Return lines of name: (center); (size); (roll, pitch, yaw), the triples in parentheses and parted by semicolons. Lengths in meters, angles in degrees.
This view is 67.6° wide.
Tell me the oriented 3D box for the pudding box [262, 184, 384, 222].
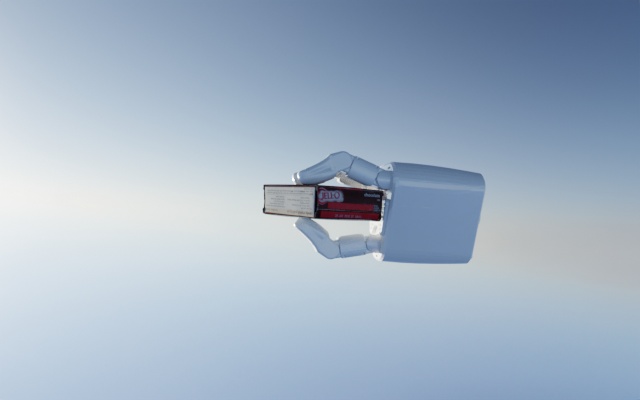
pudding box: (0.000, 0.002, 0.533); (0.090, 0.039, 0.113); (5, -3, -35)
